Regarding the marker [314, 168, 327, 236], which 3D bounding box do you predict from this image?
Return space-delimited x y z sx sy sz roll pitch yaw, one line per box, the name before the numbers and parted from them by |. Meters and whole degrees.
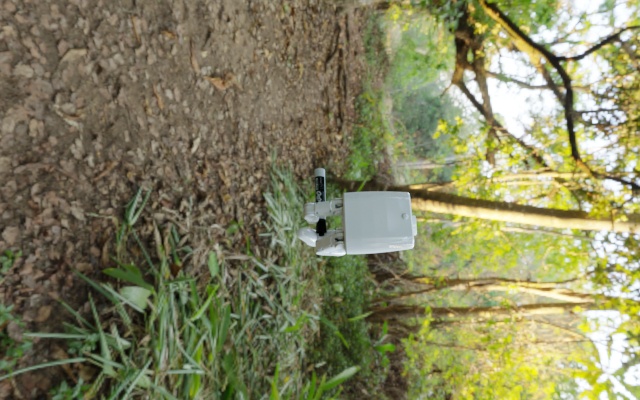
marker | 0.000 0.003 0.828 0.020 0.121 0.020 -1 -20 -1
